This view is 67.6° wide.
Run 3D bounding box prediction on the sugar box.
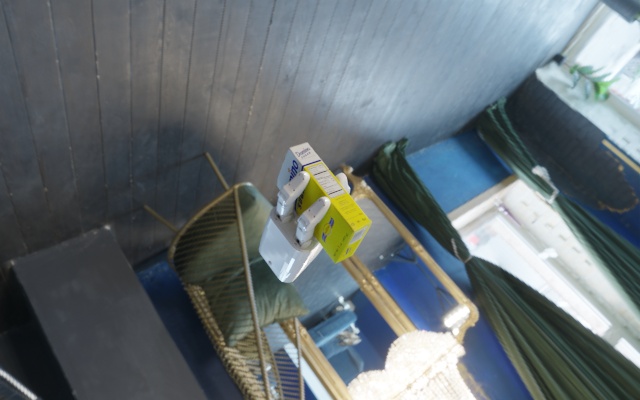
[{"bbox_3d":[0.000,0.003,0.756,0.048,0.176,0.093,-24,-27,-36],"label":"sugar box"}]
